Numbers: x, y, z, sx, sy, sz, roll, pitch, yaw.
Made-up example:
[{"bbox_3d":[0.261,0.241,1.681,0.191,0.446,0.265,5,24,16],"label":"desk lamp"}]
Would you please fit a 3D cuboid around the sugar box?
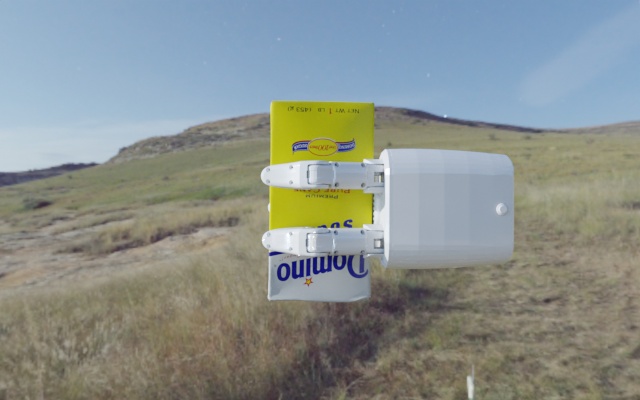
[{"bbox_3d":[0.000,0.001,0.433,0.093,0.176,0.048,0,0,-1],"label":"sugar box"}]
